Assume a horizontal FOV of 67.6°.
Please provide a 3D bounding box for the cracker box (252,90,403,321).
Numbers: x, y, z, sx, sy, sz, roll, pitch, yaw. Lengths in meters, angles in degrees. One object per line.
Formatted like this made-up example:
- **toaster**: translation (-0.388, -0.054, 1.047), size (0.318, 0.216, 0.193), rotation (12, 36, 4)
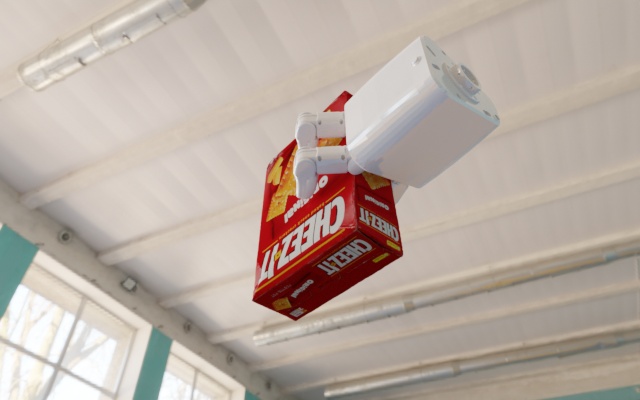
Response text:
- **cracker box**: translation (0.000, 0.002, 0.543), size (0.072, 0.213, 0.164), rotation (30, -51, -28)
